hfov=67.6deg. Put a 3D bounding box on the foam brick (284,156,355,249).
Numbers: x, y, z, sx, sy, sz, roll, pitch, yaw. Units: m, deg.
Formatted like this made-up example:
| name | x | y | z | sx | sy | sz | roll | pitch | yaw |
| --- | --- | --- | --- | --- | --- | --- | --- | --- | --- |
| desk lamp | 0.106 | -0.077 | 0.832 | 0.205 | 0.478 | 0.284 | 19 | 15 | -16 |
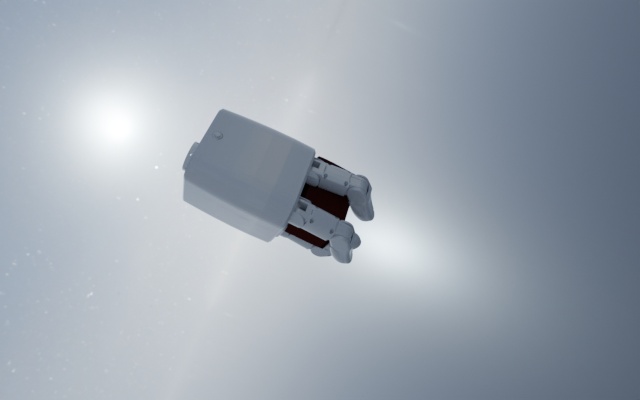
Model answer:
| name | x | y | z | sx | sy | sz | roll | pitch | yaw |
| --- | --- | --- | --- | --- | --- | --- | --- | --- | --- |
| foam brick | 0.000 | 0.002 | 0.521 | 0.051 | 0.078 | 0.053 | 27 | -38 | -10 |
